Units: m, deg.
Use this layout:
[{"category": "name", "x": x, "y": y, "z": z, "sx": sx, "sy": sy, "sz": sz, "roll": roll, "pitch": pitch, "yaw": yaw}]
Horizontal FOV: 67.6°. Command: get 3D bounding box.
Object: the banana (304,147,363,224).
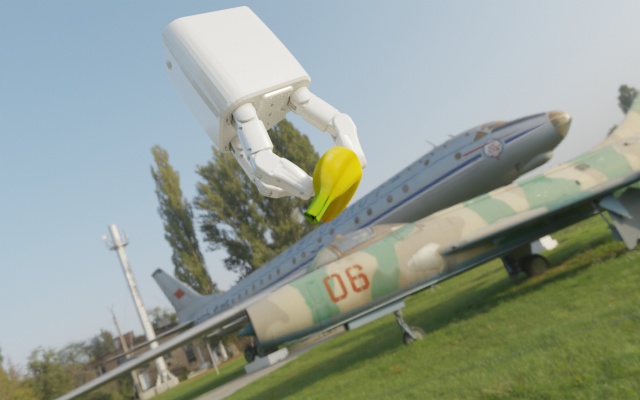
[{"category": "banana", "x": 0.011, "y": -0.013, "z": 0.445, "sx": 0.037, "sy": 0.069, "sz": 0.198, "roll": 38, "pitch": 0, "yaw": 6}]
